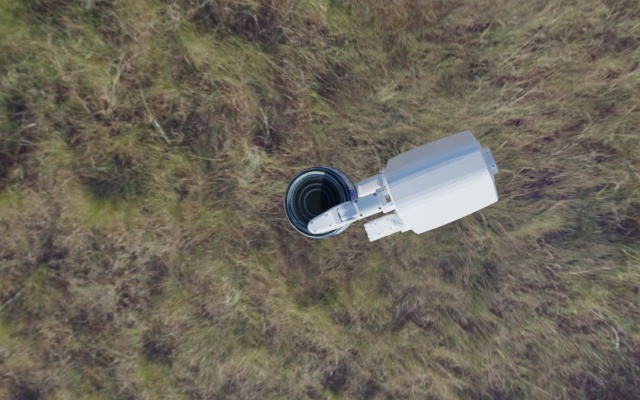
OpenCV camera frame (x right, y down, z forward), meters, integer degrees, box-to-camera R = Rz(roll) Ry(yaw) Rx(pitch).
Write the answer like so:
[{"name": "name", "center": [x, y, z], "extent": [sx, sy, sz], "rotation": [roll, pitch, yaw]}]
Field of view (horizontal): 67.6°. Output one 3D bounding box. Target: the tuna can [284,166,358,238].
[{"name": "tuna can", "center": [0.000, 0.002, 0.572], "extent": [0.086, 0.086, 0.034], "rotation": [0, 4, 20]}]
